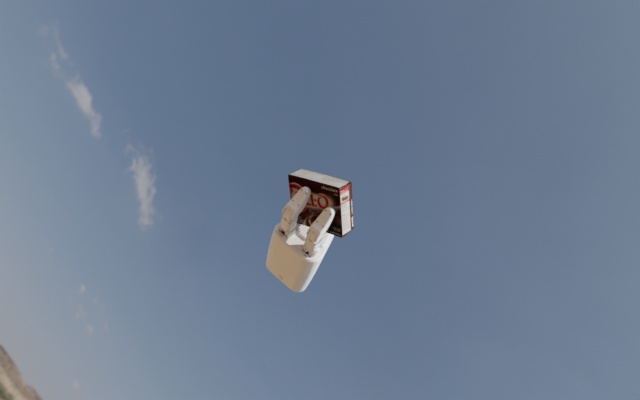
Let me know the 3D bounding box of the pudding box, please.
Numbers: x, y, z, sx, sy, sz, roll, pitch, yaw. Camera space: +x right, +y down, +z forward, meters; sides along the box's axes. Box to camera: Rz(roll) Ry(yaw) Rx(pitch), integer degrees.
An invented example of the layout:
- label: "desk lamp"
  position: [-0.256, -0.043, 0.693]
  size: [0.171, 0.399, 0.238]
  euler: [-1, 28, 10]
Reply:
- label: "pudding box"
  position: [0.000, 0.003, 0.794]
  size: [0.113, 0.090, 0.039]
  euler: [15, 32, 35]
